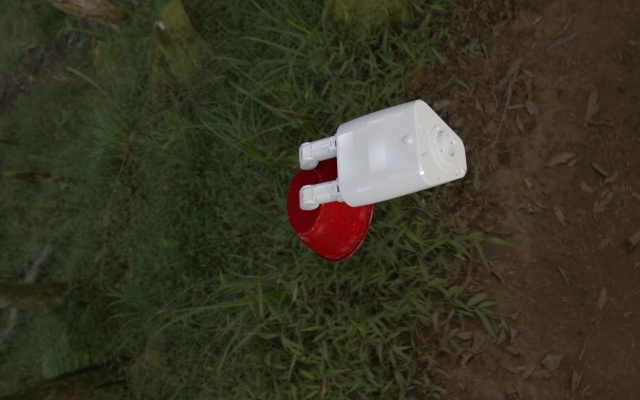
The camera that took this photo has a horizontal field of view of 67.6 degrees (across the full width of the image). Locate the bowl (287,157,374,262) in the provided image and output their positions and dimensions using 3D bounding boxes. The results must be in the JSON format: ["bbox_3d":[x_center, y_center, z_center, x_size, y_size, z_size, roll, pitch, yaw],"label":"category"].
[{"bbox_3d":[-0.001,0.003,0.653,0.055,0.162,0.162,7,-4,-34],"label":"bowl"}]
